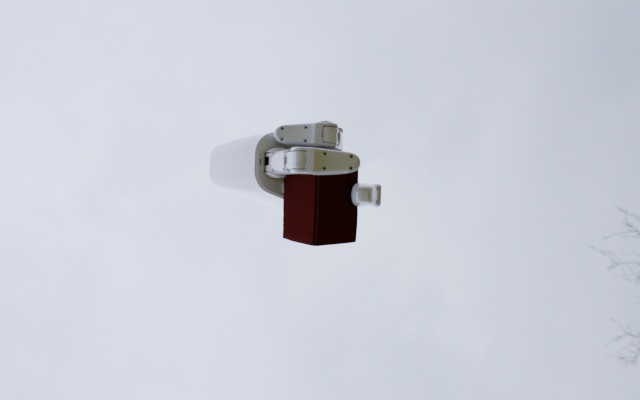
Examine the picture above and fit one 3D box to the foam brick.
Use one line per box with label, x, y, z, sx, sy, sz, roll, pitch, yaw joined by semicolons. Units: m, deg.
foam brick;0.000;0.002;0.456;0.053;0.078;0.051;2;1;-40
